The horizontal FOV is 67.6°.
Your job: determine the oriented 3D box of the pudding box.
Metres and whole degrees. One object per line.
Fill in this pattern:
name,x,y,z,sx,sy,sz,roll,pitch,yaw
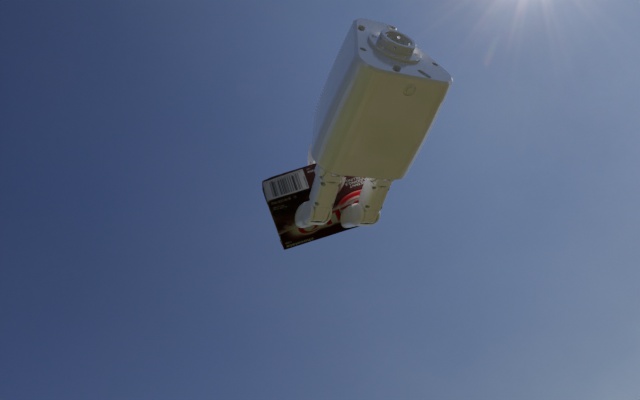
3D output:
pudding box,0.000,0.002,0.531,0.113,0.039,0.090,-16,-41,-2
